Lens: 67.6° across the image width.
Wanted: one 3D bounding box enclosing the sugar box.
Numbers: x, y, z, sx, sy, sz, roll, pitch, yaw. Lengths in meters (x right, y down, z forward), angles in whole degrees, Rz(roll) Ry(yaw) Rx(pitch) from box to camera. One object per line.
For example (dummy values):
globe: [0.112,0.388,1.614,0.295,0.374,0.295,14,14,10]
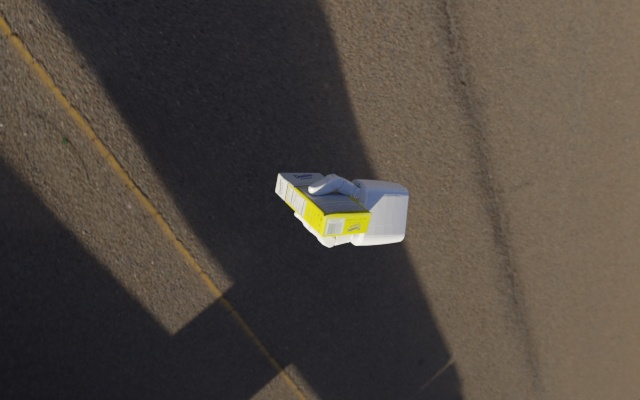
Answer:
sugar box: [0.000,0.003,0.837,0.093,0.048,0.176,-2,24,-32]
